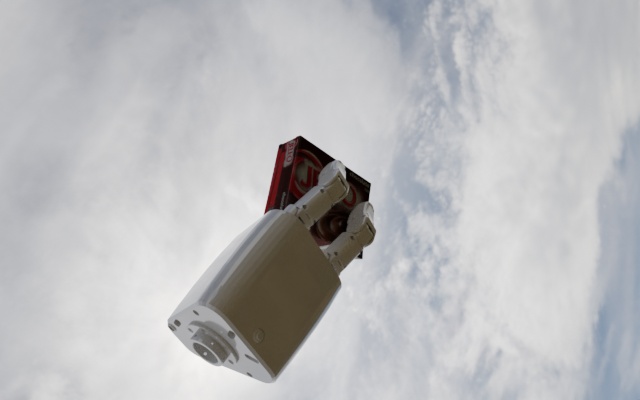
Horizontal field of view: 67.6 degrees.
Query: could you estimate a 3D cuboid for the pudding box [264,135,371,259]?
[{"bbox_3d":[0.000,0.002,0.481,0.039,0.090,0.113,-13,-33,41],"label":"pudding box"}]
